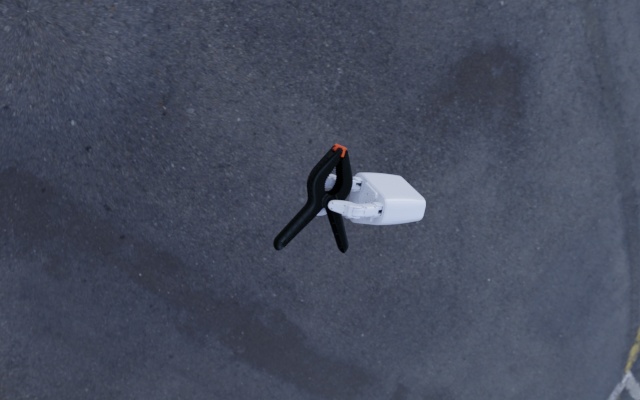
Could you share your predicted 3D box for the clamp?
[{"bbox_3d":[0.001,0.003,0.855,0.164,0.210,0.036,-2,20,-36],"label":"clamp"}]
